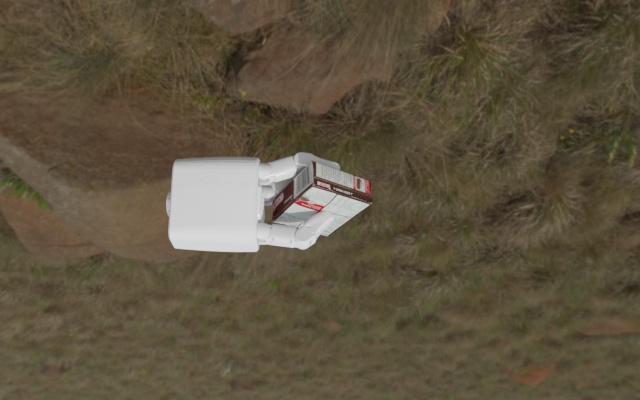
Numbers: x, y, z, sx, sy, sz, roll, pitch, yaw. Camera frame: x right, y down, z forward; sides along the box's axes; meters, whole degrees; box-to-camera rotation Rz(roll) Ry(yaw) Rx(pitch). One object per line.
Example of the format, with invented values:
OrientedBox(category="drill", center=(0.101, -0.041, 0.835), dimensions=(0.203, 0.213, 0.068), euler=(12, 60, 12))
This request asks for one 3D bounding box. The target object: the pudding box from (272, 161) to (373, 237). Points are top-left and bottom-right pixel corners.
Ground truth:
OrientedBox(category="pudding box", center=(0.000, 0.002, 0.624), dimensions=(0.090, 0.039, 0.113), euler=(16, -33, -26))
